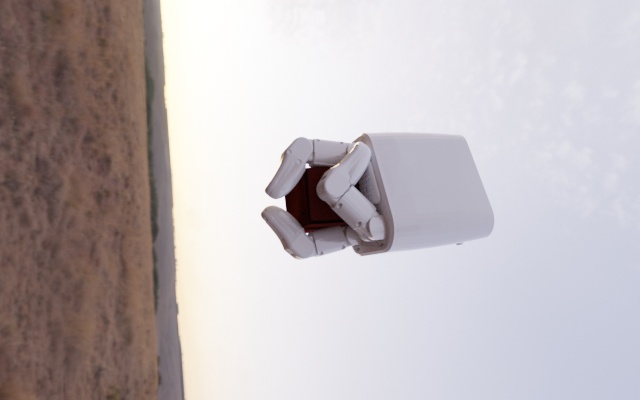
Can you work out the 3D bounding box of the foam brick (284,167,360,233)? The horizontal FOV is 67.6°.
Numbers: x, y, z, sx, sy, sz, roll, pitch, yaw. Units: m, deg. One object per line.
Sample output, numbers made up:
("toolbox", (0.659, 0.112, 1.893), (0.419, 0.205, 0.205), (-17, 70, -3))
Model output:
("foam brick", (0.000, 0.001, 0.456), (0.051, 0.053, 0.078), (-4, -8, -18))
